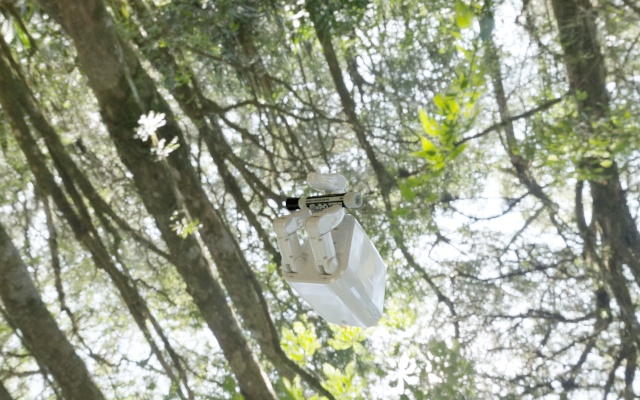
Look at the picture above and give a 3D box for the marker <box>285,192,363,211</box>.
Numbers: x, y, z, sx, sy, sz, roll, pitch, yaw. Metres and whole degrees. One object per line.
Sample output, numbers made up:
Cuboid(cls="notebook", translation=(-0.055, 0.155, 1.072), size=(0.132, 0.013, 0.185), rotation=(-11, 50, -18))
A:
Cuboid(cls="marker", translation=(0.000, 0.002, 0.608), size=(0.121, 0.020, 0.020), rotation=(-4, -3, 42))
